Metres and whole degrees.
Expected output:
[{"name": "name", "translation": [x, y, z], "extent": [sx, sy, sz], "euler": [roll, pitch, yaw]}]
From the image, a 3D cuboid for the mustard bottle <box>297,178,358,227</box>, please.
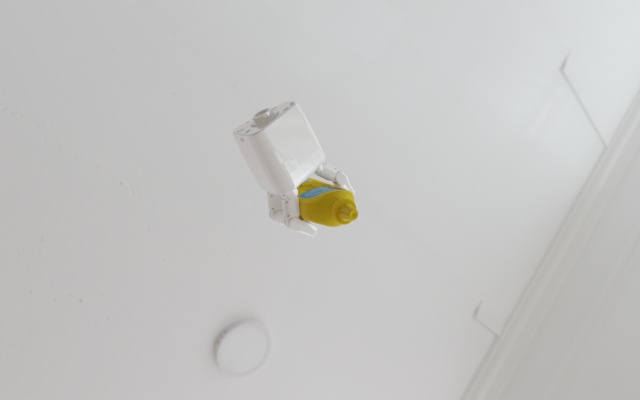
[{"name": "mustard bottle", "translation": [0.000, 0.003, 0.784], "extent": [0.096, 0.058, 0.191], "euler": [-10, 16, -30]}]
